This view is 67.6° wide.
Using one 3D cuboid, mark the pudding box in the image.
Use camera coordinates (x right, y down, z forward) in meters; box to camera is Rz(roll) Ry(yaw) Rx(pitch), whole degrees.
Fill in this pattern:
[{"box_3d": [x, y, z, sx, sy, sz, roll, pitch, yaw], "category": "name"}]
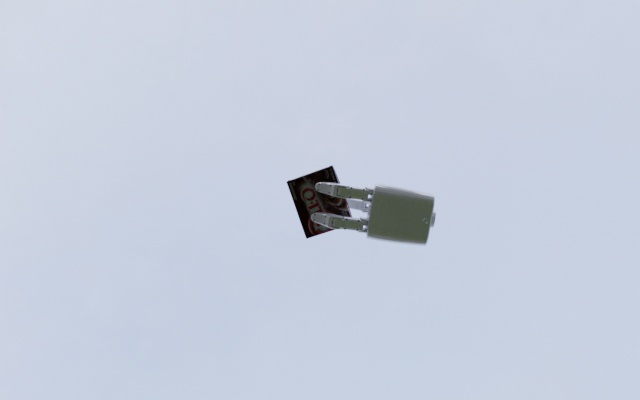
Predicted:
[{"box_3d": [0.000, 0.003, 0.867, 0.090, 0.113, 0.039, -19, 1, 9], "category": "pudding box"}]
